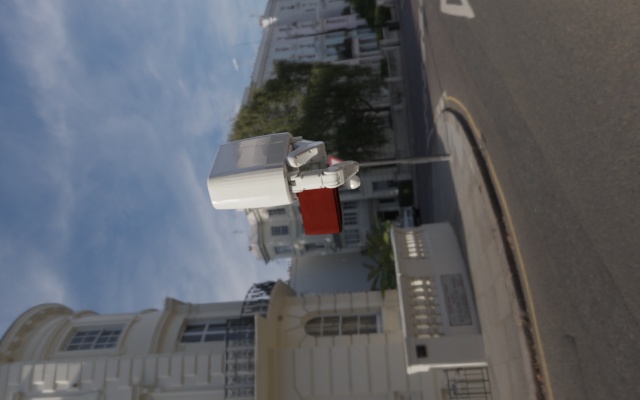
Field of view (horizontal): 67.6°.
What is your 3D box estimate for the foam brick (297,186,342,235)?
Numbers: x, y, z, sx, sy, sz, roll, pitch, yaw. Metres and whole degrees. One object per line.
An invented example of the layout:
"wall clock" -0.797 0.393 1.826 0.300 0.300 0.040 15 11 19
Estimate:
"foam brick" 0.000 0.002 0.665 0.051 0.078 0.053 -7 21 7
